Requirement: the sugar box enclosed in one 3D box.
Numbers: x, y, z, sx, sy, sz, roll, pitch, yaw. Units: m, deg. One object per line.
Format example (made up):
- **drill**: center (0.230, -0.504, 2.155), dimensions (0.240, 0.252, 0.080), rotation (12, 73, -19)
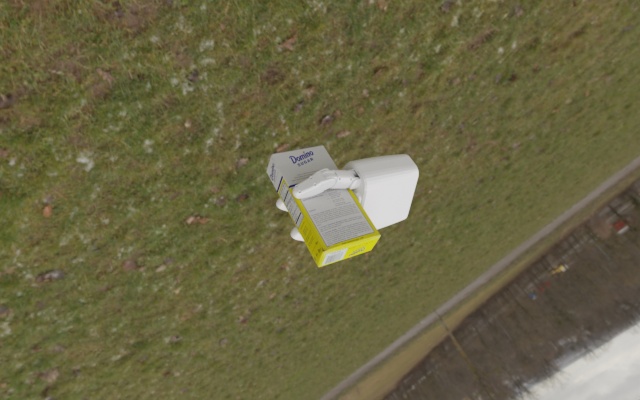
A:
- **sugar box**: center (0.000, 0.003, 0.687), dimensions (0.093, 0.176, 0.048), rotation (-13, -34, -29)
